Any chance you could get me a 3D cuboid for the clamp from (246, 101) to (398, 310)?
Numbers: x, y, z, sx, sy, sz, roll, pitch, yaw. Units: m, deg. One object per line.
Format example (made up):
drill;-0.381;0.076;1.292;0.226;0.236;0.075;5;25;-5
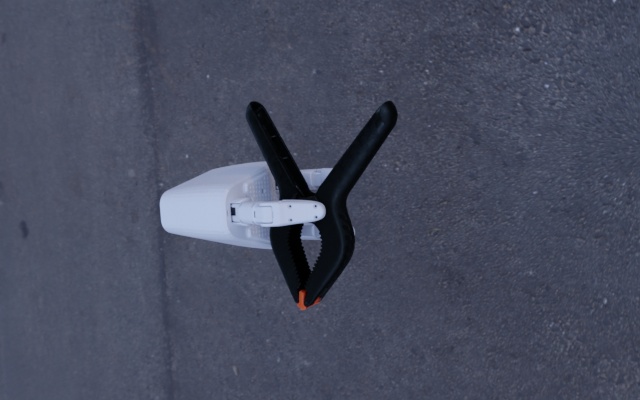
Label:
clamp;-0.001;0.002;0.458;0.164;0.210;0.036;-1;5;34
